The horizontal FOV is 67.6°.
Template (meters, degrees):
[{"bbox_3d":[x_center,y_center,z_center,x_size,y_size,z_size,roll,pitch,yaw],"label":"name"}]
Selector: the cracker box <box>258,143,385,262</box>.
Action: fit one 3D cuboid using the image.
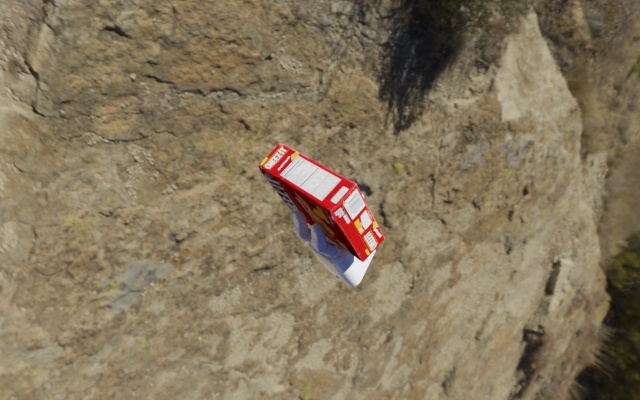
[{"bbox_3d":[0.000,0.003,0.875,0.213,0.072,0.164,31,-18,42],"label":"cracker box"}]
